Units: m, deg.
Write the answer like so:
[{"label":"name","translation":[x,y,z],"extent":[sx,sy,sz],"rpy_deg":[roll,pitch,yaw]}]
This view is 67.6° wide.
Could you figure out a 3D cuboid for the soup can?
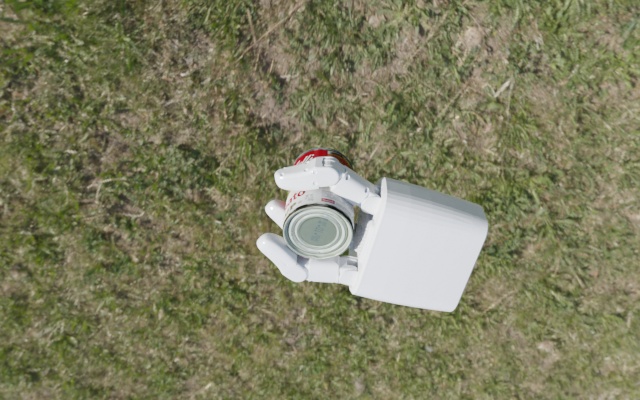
[{"label":"soup can","translation":[0.000,0.002,0.477],"extent":[0.068,0.069,0.102],"rpy_deg":[0,36,3]}]
